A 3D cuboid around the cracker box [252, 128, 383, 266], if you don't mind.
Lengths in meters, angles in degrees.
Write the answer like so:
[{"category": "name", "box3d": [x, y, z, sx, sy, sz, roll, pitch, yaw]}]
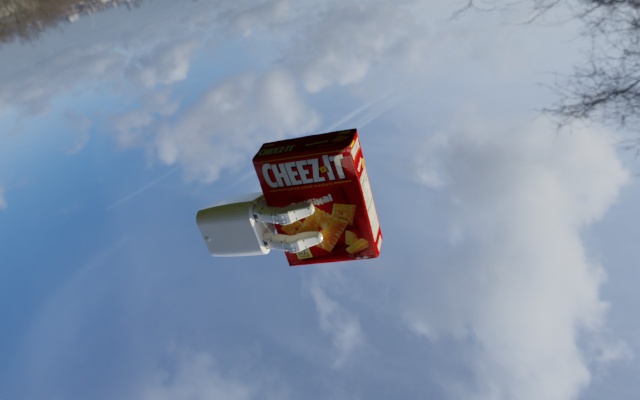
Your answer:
[{"category": "cracker box", "box3d": [0.000, 0.003, 0.789, 0.164, 0.214, 0.072, -7, 29, 18]}]
